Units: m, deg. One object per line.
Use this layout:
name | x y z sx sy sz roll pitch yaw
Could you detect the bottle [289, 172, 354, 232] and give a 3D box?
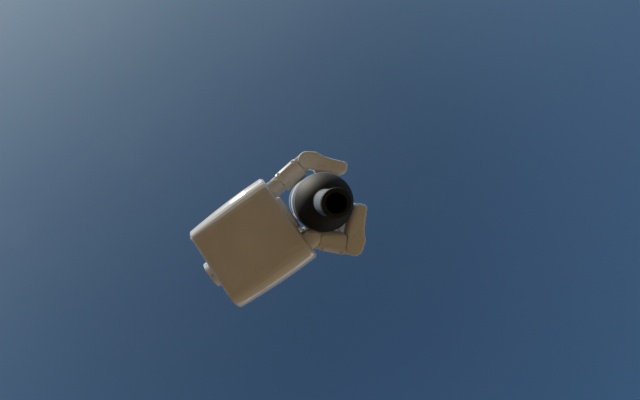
bottle | 0.000 0.002 0.563 0.069 0.069 0.295 0 0 -5
